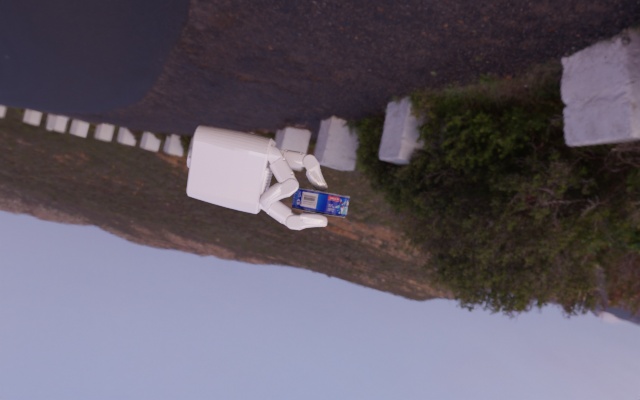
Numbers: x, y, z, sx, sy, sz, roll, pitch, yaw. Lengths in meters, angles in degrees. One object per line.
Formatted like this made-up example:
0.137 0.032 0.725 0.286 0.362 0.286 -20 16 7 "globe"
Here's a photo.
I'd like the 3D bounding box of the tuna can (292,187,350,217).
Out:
0.000 0.003 0.725 0.086 0.034 0.086 10 0 0 "tuna can"
